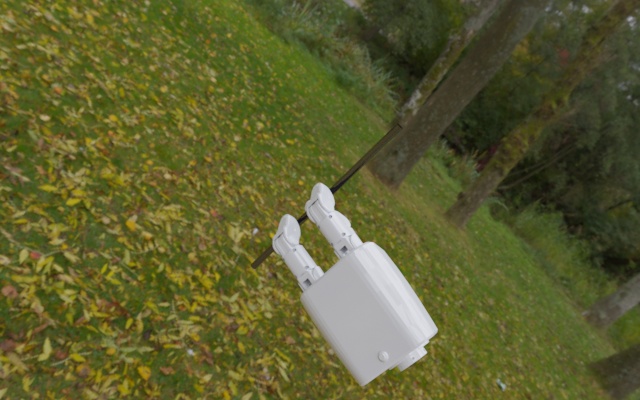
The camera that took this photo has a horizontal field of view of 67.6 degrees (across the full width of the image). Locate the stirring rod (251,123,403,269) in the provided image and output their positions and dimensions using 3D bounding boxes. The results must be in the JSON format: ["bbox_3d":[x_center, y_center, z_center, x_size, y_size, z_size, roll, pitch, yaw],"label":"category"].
[{"bbox_3d":[0.000,0.002,0.531,0.239,0.011,0.011,-44,-19,21],"label":"stirring rod"}]
